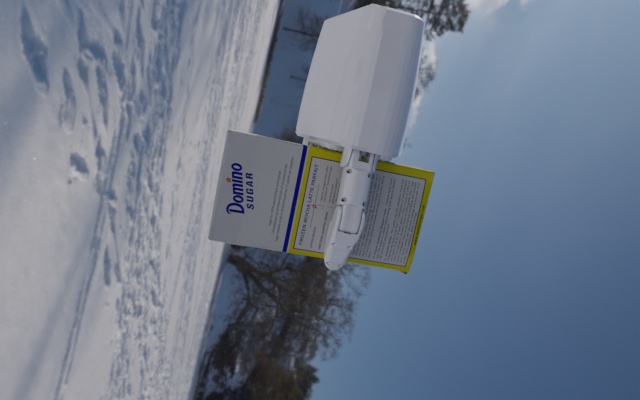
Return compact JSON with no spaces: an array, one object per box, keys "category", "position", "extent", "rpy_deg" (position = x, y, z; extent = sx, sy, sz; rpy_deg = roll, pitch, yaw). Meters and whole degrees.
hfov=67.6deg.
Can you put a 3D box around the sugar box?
[{"category":"sugar box","position":[0.000,0.001,0.412],"extent":[0.176,0.093,0.048],"rpy_deg":[12,7,-8]}]
